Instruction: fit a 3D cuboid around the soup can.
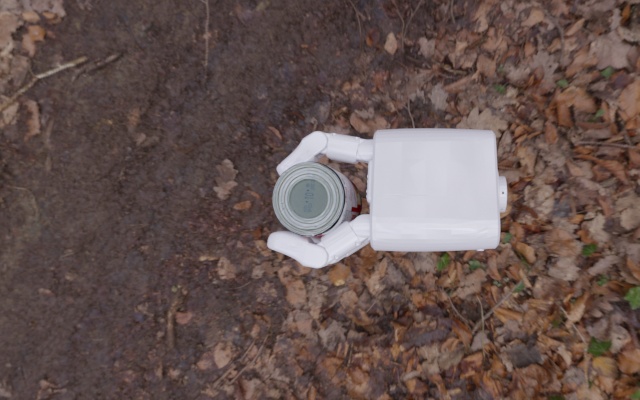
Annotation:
[{"bbox_3d":[0.000,0.001,0.463,0.068,0.068,0.102,0,-3,13],"label":"soup can"}]
